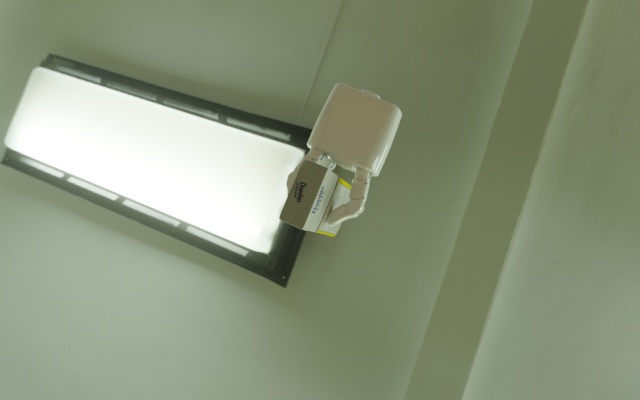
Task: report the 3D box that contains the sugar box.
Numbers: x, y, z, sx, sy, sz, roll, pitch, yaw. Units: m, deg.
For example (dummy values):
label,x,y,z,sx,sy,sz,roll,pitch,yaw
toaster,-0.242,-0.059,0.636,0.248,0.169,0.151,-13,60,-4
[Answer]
label,x,y,z,sx,sy,sz,roll,pitch,yaw
sugar box,0.000,0.002,0.732,0.048,0.093,0.176,22,-2,21
